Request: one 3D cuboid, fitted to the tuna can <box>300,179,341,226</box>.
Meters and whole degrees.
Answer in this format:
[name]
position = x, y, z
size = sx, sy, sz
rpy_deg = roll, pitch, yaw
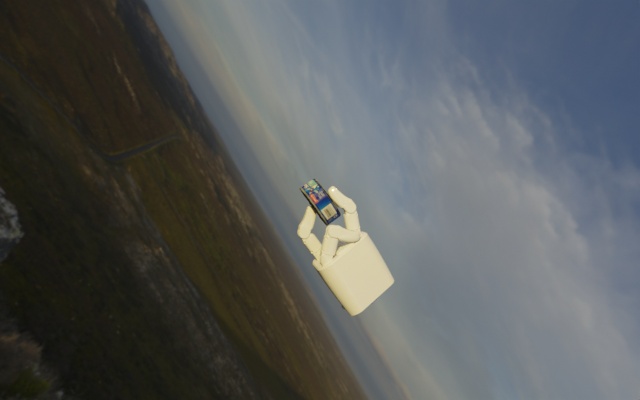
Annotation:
[tuna can]
position = 0.001, 0.002, 0.871
size = 0.034, 0.086, 0.086
rpy_deg = -36, 3, -4
